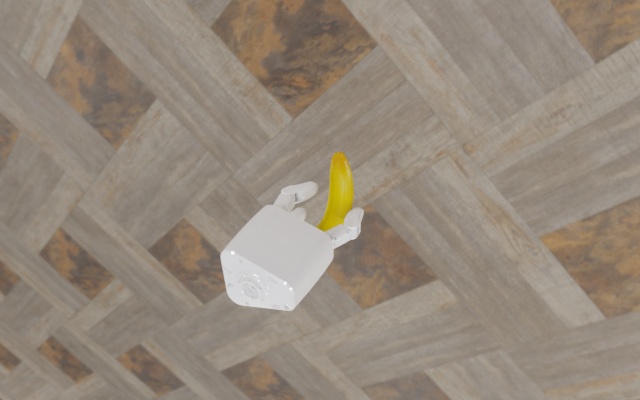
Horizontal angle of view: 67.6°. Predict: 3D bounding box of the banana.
[{"bbox_3d":[0.014,0.016,0.725,0.069,0.198,0.037,37,43,11],"label":"banana"}]
